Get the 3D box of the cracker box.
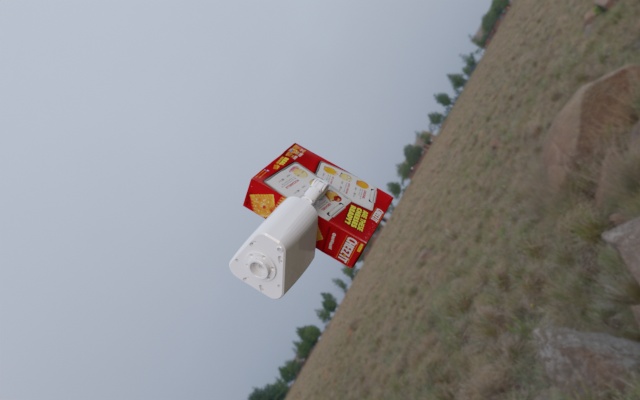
[{"bbox_3d":[0.000,0.003,0.831,0.213,0.072,0.164,30,36,8],"label":"cracker box"}]
